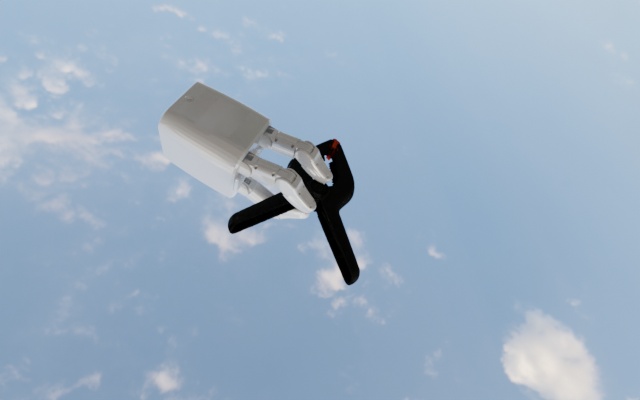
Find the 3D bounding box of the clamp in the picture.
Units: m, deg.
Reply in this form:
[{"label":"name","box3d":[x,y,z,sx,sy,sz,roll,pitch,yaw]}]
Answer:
[{"label":"clamp","box3d":[0.000,0.002,0.611,0.164,0.209,0.036,30,-41,-2]}]
